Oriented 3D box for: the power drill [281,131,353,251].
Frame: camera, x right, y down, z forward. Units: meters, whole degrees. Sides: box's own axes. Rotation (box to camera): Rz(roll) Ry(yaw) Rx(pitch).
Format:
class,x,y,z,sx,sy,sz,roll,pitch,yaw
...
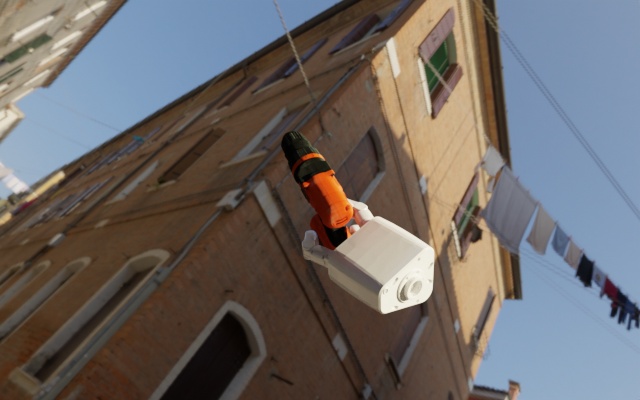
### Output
class,x,y,z,sx,sy,sz,roll,pitch,yaw
power drill,0.000,0.003,0.742,0.057,0.184,0.188,-25,-36,-5
